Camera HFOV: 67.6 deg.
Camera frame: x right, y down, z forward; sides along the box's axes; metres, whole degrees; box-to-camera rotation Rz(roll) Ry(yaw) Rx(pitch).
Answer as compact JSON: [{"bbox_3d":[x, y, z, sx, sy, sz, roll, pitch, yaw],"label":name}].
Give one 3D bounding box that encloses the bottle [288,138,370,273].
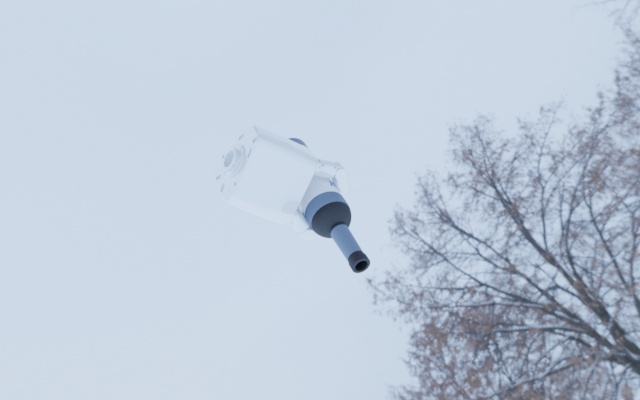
[{"bbox_3d":[0.000,0.002,0.747,0.069,0.069,0.295,0,36,-27],"label":"bottle"}]
